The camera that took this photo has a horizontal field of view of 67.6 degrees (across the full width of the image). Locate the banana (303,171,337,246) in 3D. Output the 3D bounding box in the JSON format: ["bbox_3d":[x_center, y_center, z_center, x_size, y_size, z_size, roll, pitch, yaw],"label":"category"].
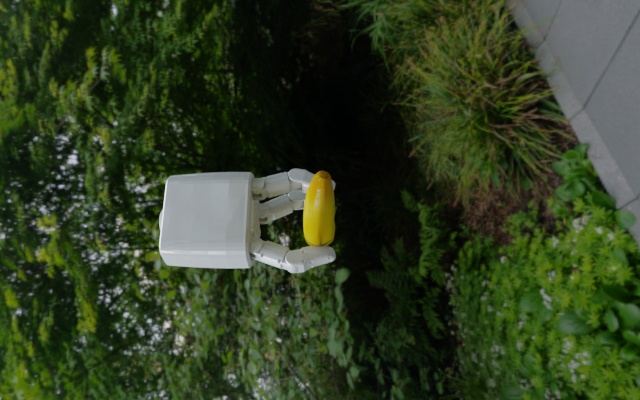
[{"bbox_3d":[-0.001,0.021,0.573,0.037,0.069,0.198,3,-11,3],"label":"banana"}]
